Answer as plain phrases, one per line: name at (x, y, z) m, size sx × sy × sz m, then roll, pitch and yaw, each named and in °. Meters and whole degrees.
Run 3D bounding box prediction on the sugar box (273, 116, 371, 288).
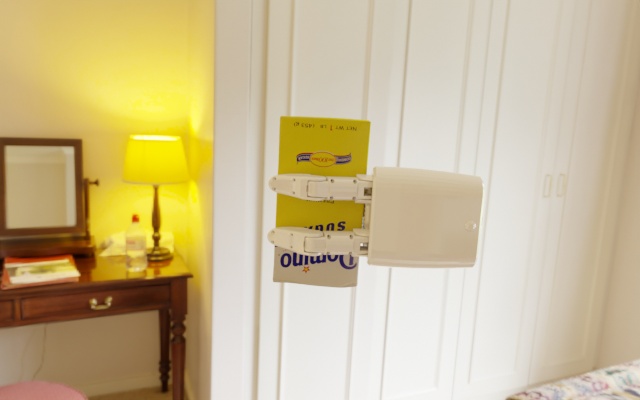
sugar box at (0.000, 0.002, 0.503) m, size 0.093 × 0.176 × 0.048 m, roll 3°, pitch 9°, yaw 3°
